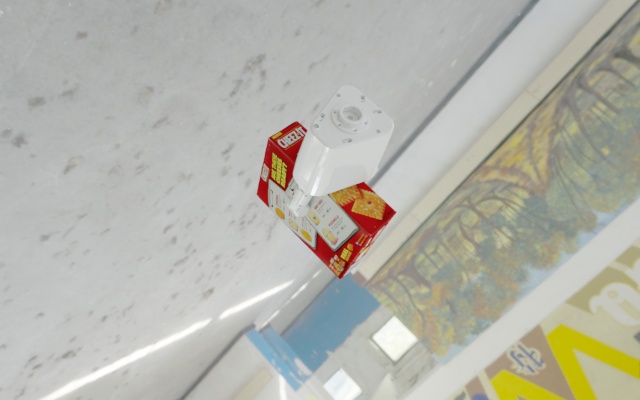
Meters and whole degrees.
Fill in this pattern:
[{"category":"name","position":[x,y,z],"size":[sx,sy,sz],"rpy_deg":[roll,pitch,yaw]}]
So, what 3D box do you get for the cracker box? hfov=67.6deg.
[{"category":"cracker box","position":[0.000,0.003,0.766],"size":[0.072,0.213,0.164],"rpy_deg":[-37,-16,-31]}]
